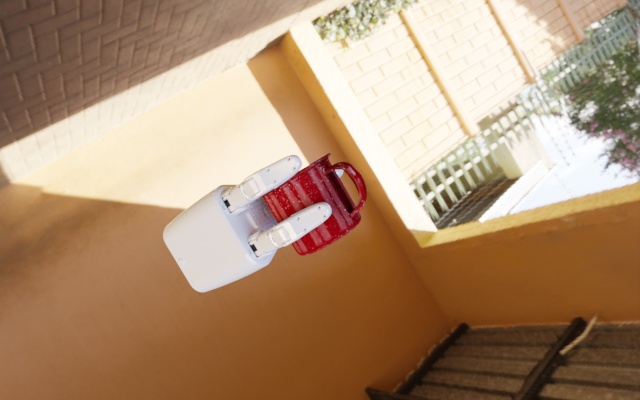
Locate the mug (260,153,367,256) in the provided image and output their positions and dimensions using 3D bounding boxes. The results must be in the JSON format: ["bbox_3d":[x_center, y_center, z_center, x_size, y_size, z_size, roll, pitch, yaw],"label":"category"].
[{"bbox_3d":[0.001,0.001,0.512,0.117,0.081,0.093,-28,5,33],"label":"mug"}]
